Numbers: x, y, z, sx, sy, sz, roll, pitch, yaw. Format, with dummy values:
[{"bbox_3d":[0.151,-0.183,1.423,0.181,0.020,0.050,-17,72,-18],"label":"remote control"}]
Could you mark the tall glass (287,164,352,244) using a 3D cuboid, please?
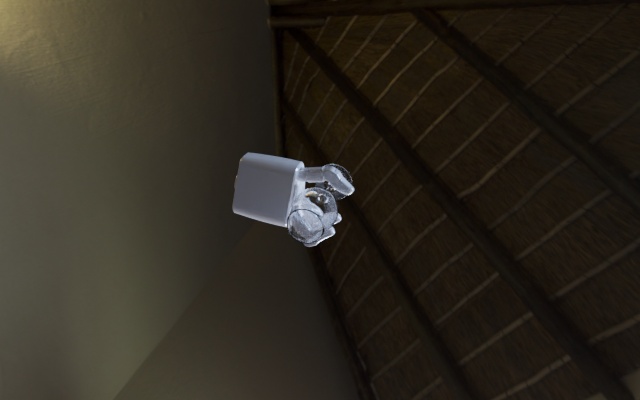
[{"bbox_3d":[0.000,0.002,0.840,0.079,0.079,0.201,0,23,15],"label":"tall glass"}]
